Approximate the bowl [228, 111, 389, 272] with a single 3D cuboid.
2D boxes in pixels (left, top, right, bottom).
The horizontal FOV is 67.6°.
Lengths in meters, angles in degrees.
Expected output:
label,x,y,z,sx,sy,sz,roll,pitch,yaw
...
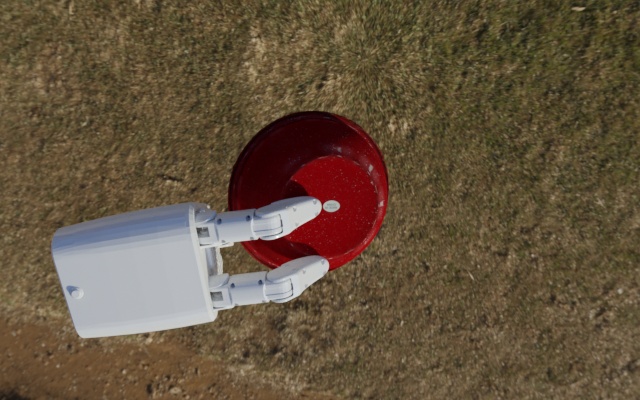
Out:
label,x,y,z,sx,sy,sz,roll,pitch,yaw
bowl,0.001,0.001,0.434,0.162,0.162,0.055,0,13,-19
